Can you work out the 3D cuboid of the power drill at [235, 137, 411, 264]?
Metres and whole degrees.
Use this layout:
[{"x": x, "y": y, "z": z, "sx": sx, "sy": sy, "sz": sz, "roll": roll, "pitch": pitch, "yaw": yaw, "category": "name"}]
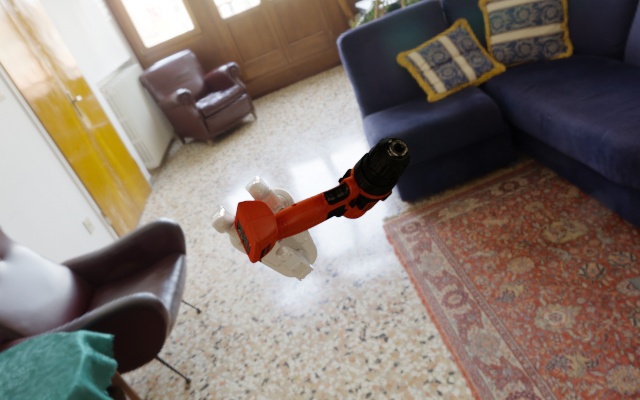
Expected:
[{"x": 0.000, "y": 0.002, "z": 0.541, "sx": 0.187, "sy": 0.057, "sz": 0.184, "roll": -20, "pitch": -15, "yaw": -19, "category": "power drill"}]
